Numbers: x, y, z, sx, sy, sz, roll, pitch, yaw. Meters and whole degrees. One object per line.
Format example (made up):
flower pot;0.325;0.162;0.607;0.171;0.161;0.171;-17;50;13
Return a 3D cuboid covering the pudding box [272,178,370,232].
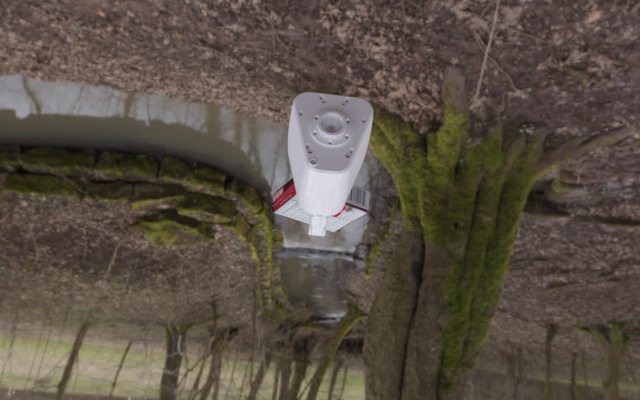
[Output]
pudding box;0.000;0.002;0.681;0.113;0.039;0.090;21;-32;-26
